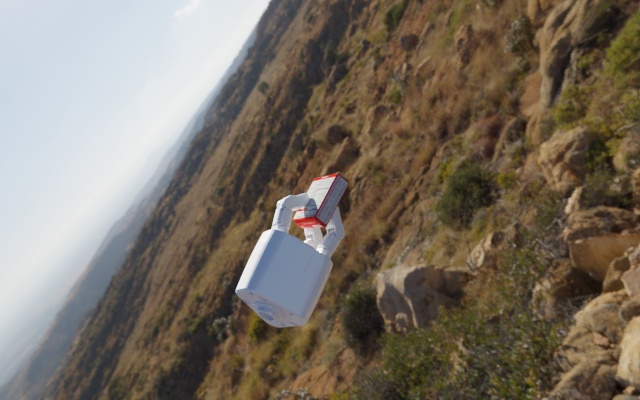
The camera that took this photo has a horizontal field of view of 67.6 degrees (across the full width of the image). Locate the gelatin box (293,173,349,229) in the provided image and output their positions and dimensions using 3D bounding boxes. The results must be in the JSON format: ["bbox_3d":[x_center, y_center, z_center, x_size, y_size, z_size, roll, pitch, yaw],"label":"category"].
[{"bbox_3d":[0.000,0.002,0.778,0.030,0.089,0.073,37,-22,-24],"label":"gelatin box"}]
